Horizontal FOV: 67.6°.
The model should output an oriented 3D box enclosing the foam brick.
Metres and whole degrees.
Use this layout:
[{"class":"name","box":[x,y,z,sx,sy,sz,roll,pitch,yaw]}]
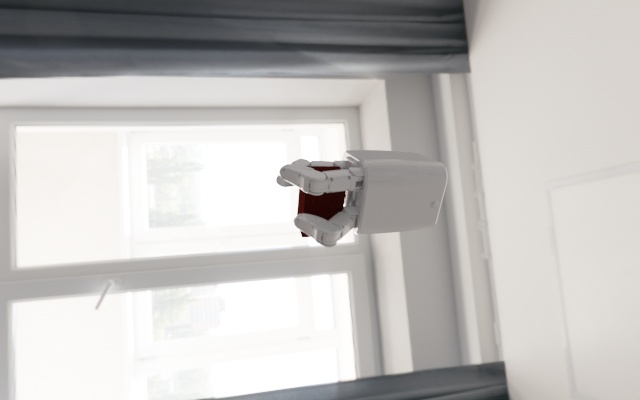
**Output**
[{"class":"foam brick","box":[0.000,0.002,0.607,0.051,0.078,0.053,0,32,-11]}]
